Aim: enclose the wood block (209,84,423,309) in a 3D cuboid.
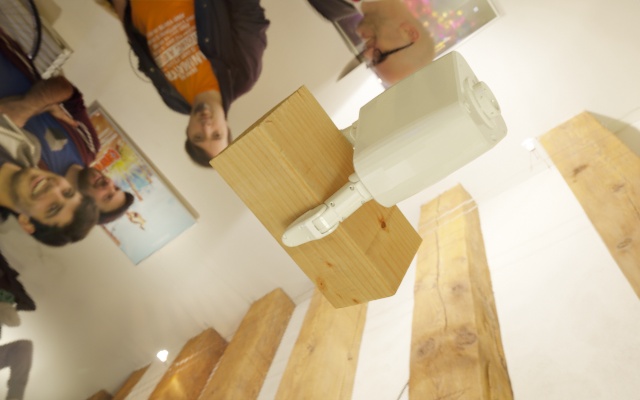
[{"bbox_3d":[0.000,0.002,0.490,0.090,0.206,0.090,-25,19,45],"label":"wood block"}]
